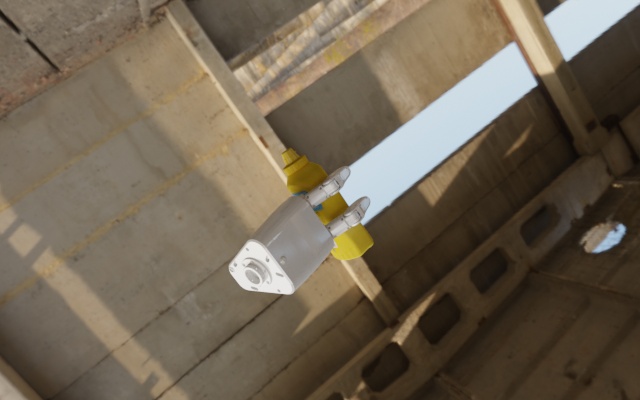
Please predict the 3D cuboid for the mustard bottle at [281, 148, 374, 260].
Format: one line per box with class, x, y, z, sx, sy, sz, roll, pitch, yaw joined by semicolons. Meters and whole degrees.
mustard bottle;0.000;0.002;0.741;0.058;0.192;0.096;-39;12;-20
